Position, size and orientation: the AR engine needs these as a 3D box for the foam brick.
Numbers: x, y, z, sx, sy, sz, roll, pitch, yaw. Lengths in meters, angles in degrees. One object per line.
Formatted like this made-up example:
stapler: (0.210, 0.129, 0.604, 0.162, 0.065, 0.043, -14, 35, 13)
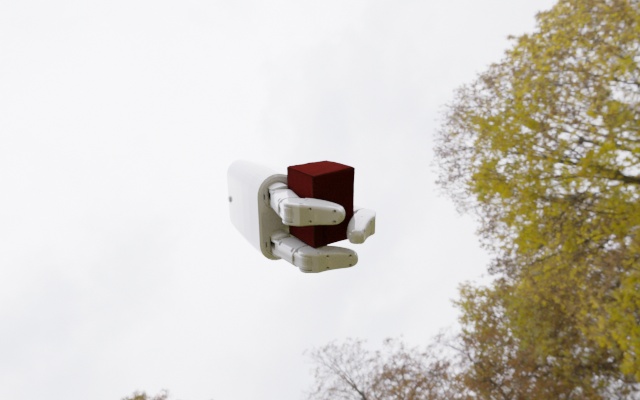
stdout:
foam brick: (0.000, 0.001, 0.494, 0.053, 0.078, 0.051, -12, 22, -31)
